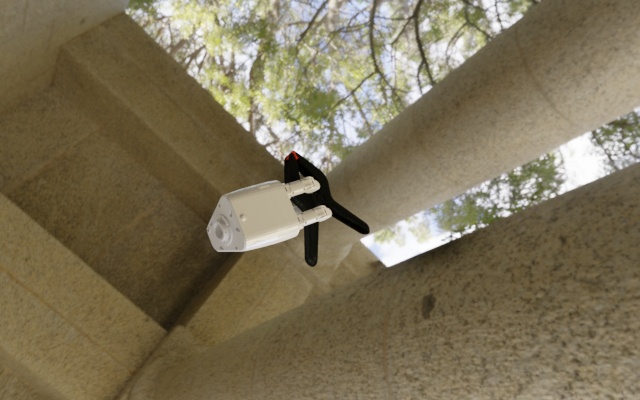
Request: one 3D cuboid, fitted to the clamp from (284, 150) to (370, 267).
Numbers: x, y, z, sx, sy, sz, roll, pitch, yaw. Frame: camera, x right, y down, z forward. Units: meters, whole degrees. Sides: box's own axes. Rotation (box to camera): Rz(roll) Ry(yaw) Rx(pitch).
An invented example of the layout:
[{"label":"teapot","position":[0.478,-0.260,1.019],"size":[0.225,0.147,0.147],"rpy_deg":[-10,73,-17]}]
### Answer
[{"label":"clamp","position":[-0.001,0.003,0.883],"size":[0.164,0.210,0.036],"rpy_deg":[-16,-12,-42]}]
